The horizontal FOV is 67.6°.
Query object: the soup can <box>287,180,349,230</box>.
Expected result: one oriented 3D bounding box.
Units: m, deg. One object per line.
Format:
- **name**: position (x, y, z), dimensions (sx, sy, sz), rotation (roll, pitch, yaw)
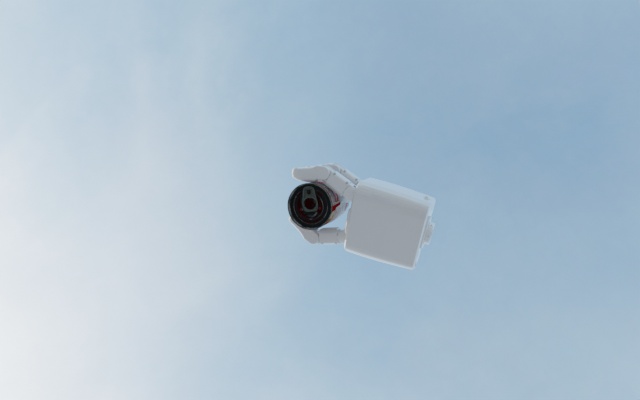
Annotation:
- **soup can**: position (0.000, 0.002, 0.729), dimensions (0.068, 0.068, 0.102), rotation (0, 7, 19)
